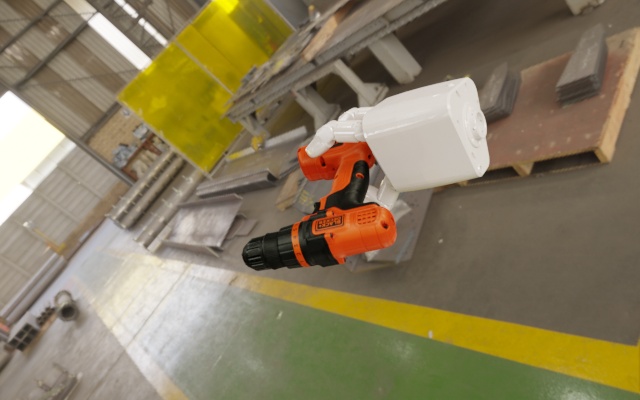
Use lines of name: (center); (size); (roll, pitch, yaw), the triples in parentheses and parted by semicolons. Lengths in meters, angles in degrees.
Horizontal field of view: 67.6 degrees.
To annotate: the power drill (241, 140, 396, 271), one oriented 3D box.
power drill: (0.000, 0.002, 0.591); (0.184, 0.187, 0.057); (-12, -48, 17)
